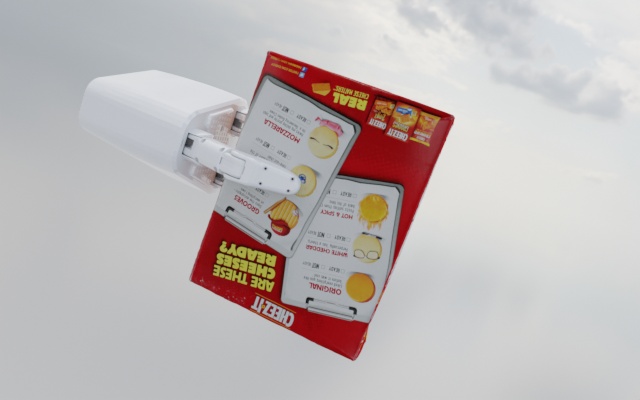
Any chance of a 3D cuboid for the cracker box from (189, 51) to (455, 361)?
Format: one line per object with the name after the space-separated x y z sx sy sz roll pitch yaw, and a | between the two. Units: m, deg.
0.000 0.001 0.420 0.164 0.214 0.072 23 9 14 | cracker box
